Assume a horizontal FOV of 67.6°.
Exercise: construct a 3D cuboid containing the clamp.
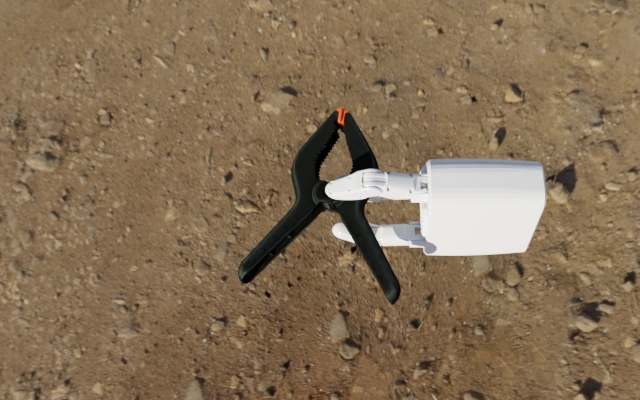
[{"bbox_3d":[0.000,0.001,0.502,0.164,0.210,0.036,0,-19,9],"label":"clamp"}]
